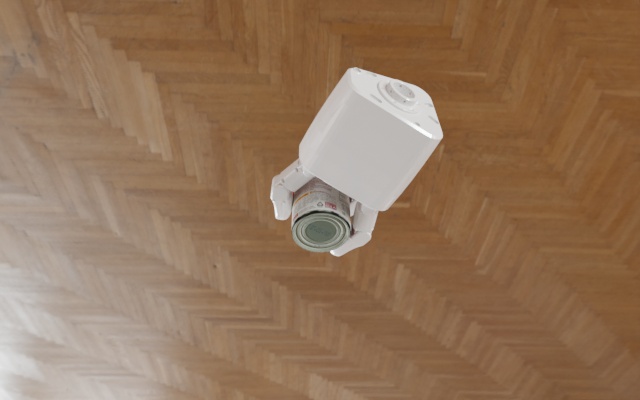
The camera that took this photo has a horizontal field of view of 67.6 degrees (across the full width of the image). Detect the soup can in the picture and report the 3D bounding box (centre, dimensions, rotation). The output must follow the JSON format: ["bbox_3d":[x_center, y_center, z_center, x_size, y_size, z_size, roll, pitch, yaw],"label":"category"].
[{"bbox_3d":[0.000,0.002,0.566,0.068,0.069,0.102,0,44,-1],"label":"soup can"}]
